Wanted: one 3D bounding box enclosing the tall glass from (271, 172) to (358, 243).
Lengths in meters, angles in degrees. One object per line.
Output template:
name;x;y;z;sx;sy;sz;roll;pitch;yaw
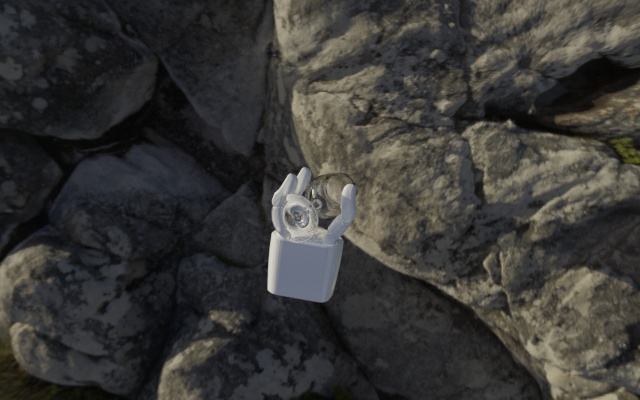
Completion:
tall glass;0.000;0.003;0.771;0.079;0.079;0.201;0;14;23
